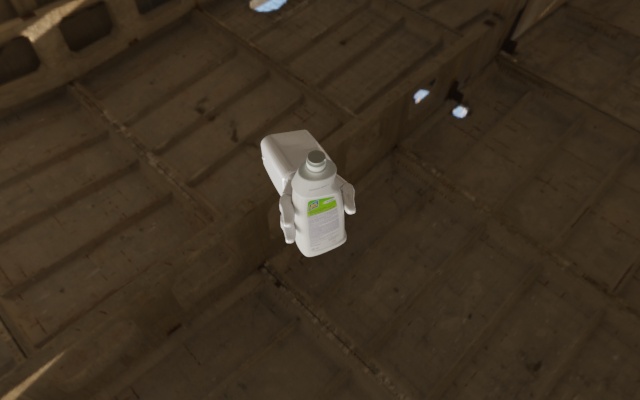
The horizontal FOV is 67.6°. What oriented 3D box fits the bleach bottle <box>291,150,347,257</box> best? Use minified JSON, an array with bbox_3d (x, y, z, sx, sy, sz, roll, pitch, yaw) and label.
[{"bbox_3d":[0.000,0.003,0.843,0.102,0.068,0.251,-23,-33,-17],"label":"bleach bottle"}]
